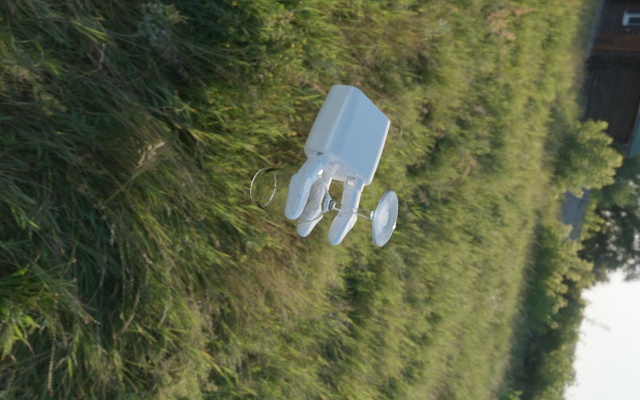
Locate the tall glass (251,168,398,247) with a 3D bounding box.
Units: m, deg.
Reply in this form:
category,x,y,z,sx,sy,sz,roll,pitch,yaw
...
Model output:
category,x,y,z,sx,sy,sz,roll,pitch,yaw
tall glass,0.001,0.002,0.661,0.201,0.079,0.079,14,7,29
